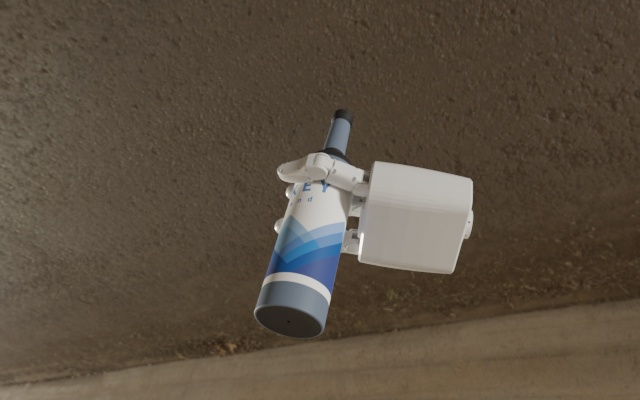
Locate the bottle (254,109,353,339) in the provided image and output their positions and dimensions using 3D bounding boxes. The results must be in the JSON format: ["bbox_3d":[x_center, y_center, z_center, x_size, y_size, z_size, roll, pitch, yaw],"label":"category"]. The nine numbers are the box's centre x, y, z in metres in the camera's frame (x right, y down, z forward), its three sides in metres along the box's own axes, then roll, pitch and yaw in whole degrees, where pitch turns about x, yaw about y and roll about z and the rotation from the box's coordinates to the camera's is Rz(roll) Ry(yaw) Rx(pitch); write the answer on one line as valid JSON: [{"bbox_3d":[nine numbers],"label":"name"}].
[{"bbox_3d":[0.000,0.002,0.531,0.069,0.295,0.069,9,-39,7],"label":"bottle"}]
